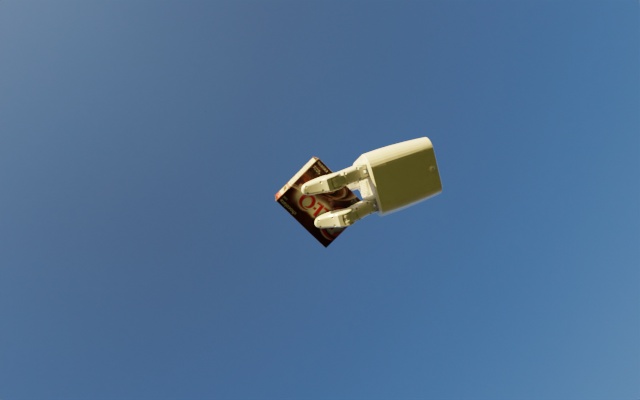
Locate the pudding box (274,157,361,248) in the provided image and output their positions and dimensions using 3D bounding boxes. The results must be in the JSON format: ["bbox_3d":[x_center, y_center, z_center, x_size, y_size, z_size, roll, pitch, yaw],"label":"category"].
[{"bbox_3d":[0.000,0.002,0.729,0.113,0.090,0.039,44,2,-15],"label":"pudding box"}]
